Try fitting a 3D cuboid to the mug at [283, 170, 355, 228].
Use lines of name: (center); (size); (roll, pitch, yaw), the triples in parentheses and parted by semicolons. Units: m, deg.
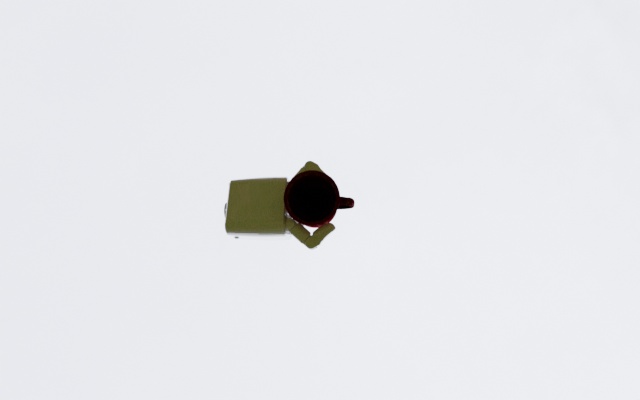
mug: (0.002, 0.003, 0.819); (0.117, 0.093, 0.081); (0, -11, 4)
